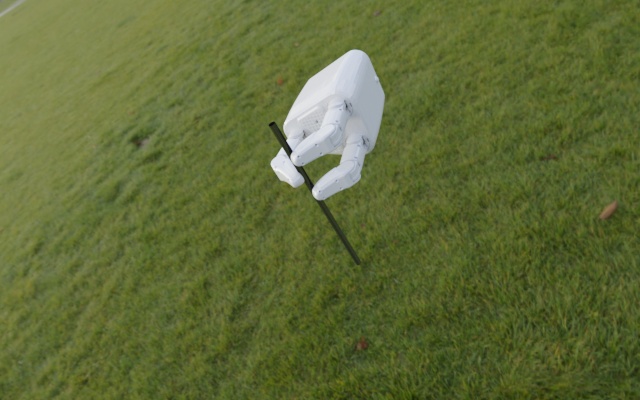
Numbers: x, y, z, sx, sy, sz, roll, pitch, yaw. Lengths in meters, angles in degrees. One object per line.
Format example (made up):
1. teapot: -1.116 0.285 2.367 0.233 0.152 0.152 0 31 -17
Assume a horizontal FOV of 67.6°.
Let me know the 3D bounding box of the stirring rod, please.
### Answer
1. stirring rod: 0.000 0.002 0.574 0.011 0.011 0.240 0 -43 36
